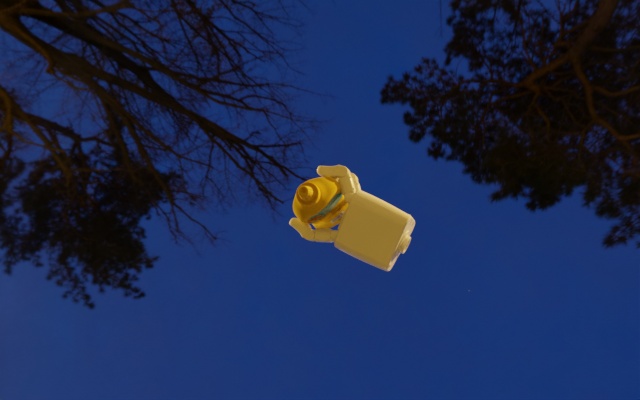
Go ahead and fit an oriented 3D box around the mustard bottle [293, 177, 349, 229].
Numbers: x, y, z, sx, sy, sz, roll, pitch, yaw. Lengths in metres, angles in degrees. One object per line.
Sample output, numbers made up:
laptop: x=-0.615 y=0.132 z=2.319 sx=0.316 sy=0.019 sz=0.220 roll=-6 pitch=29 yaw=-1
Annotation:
mustard bottle: x=0.000 y=0.003 z=0.868 sx=0.096 sy=0.058 sz=0.192 roll=-40 pitch=-19 yaw=7
